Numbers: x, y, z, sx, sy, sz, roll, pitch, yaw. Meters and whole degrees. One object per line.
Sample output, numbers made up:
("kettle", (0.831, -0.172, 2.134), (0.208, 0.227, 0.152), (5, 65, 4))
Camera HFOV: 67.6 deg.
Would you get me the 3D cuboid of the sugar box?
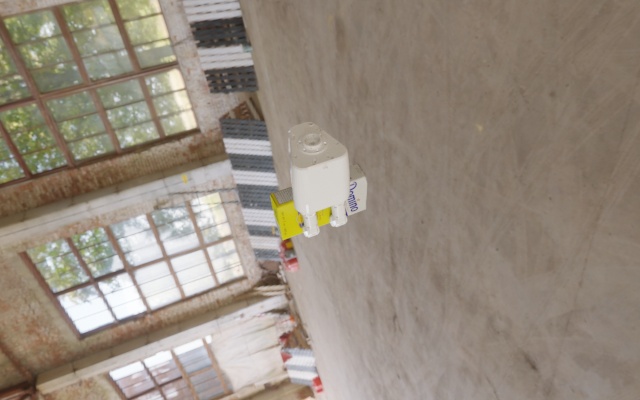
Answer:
("sugar box", (0.000, 0.003, 0.884), (0.176, 0.093, 0.048), (-18, 48, -12))
